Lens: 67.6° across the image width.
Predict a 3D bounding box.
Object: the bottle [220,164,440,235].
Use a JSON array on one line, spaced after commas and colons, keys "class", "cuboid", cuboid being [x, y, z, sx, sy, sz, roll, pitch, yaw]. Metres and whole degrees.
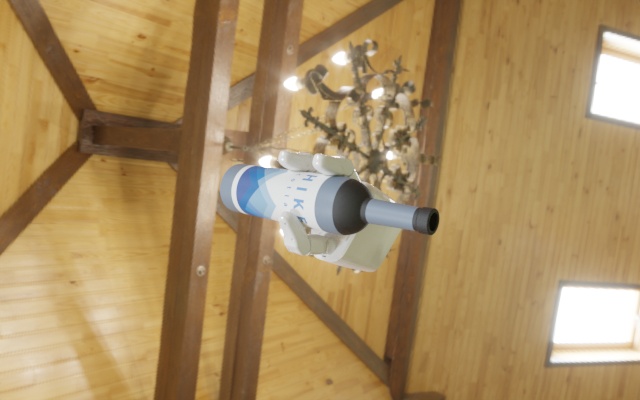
[{"class": "bottle", "cuboid": [0.000, 0.002, 0.568, 0.295, 0.069, 0.069, 10, 6, 39]}]
